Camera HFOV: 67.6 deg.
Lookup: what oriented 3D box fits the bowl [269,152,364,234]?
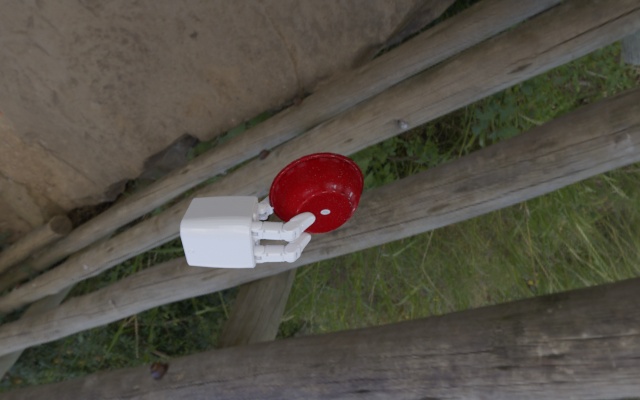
[{"bbox_3d":[0.001,0.002,0.770,0.162,0.162,0.055,0,42,-18],"label":"bowl"}]
